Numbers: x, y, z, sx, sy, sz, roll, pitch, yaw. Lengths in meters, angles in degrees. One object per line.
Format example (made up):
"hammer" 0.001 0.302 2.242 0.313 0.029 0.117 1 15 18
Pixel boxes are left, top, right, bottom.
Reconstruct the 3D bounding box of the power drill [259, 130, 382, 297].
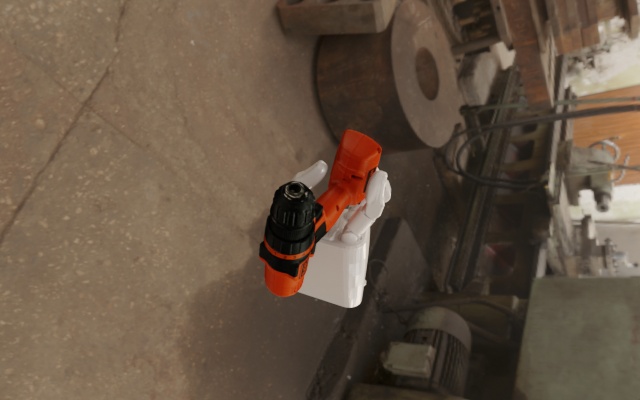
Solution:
"power drill" 0.000 0.002 0.542 0.057 0.187 0.185 32 -36 13
